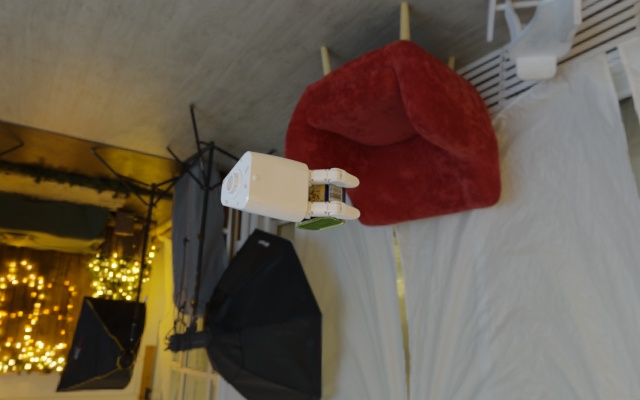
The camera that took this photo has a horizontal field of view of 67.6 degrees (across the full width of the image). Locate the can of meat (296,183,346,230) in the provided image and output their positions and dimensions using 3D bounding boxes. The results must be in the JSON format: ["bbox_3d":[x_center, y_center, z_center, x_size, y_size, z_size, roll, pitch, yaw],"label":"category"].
[{"bbox_3d":[0.000,0.003,0.830,0.057,0.084,0.102,14,-21,-35],"label":"can of meat"}]
